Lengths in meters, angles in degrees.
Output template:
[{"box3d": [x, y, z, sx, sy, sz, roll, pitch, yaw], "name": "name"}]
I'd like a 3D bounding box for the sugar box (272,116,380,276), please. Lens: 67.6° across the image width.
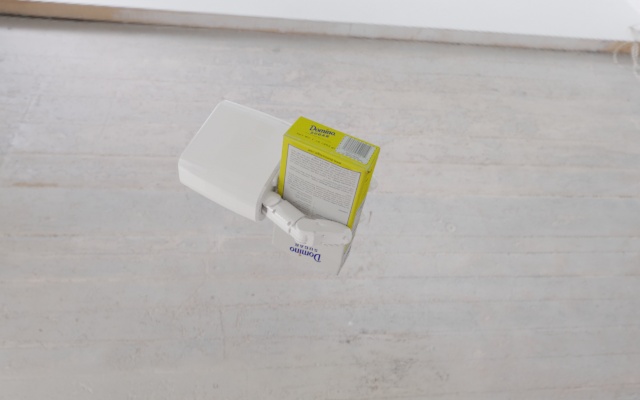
[{"box3d": [0.000, 0.001, 0.530, 0.093, 0.176, 0.048, 24, 49, 11], "name": "sugar box"}]
